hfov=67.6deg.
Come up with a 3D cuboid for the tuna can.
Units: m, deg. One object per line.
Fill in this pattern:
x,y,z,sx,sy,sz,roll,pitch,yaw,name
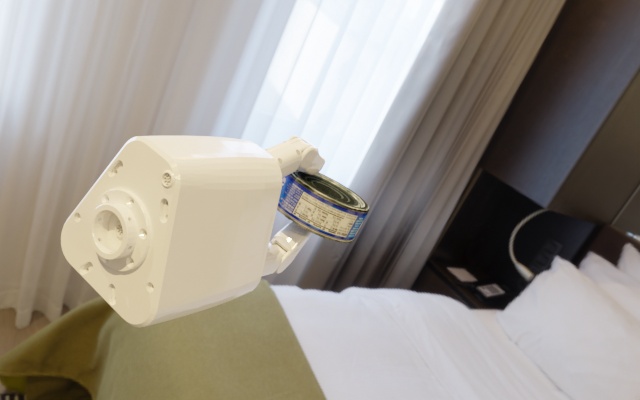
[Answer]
0.000,0.001,0.431,0.086,0.034,0.086,26,13,-7,tuna can
